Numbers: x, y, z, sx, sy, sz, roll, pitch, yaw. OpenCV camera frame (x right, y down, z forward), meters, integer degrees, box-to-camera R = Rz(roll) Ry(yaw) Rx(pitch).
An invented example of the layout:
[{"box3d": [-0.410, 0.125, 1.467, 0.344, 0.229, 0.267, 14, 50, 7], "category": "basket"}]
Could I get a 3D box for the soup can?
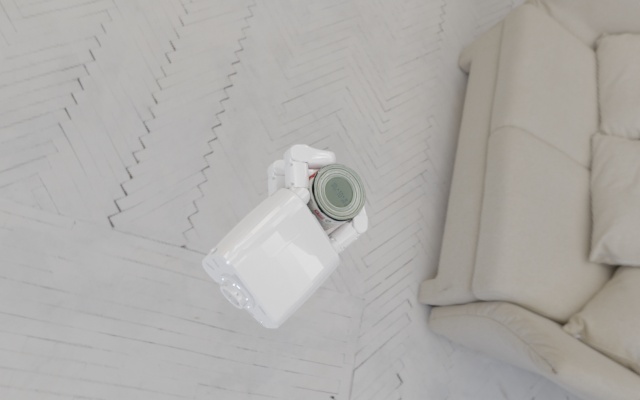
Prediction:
[{"box3d": [0.001, 0.002, 0.570, 0.068, 0.068, 0.102, 0, -14, -26], "category": "soup can"}]
